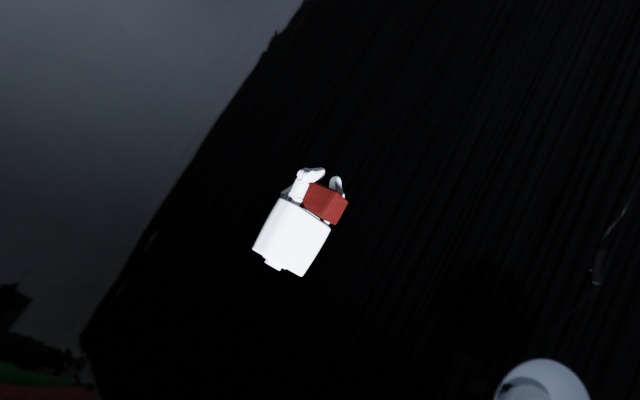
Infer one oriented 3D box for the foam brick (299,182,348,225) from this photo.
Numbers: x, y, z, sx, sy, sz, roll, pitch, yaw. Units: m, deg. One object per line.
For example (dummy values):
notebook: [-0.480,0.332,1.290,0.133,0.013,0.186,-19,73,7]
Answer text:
foam brick: [0.000,0.003,0.871,0.078,0.051,0.053,23,-11,37]
